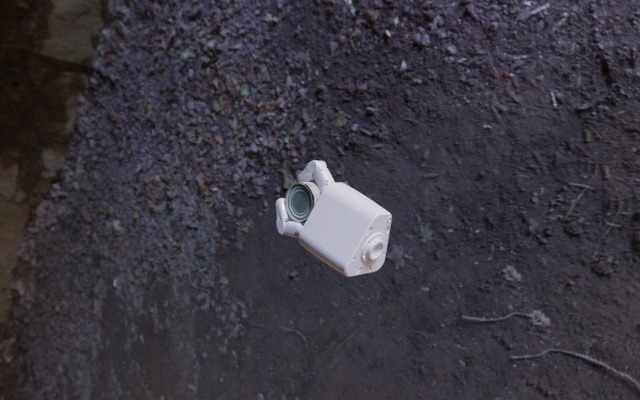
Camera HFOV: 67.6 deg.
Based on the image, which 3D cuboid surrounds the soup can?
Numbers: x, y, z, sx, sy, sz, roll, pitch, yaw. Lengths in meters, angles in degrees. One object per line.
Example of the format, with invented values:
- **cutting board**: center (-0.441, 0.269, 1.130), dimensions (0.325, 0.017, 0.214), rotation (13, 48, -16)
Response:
- **soup can**: center (0.000, 0.002, 0.800), dimensions (0.068, 0.068, 0.102), rotation (0, 1, 45)
